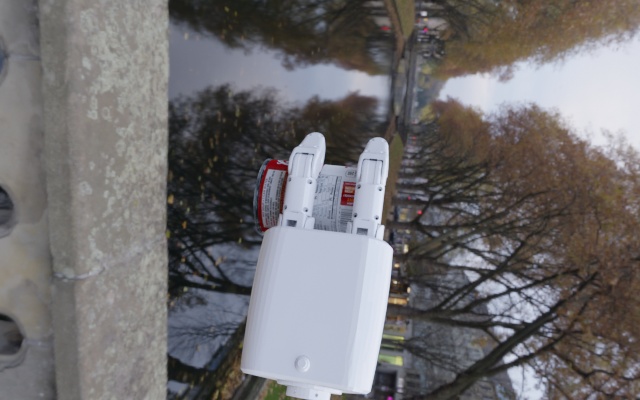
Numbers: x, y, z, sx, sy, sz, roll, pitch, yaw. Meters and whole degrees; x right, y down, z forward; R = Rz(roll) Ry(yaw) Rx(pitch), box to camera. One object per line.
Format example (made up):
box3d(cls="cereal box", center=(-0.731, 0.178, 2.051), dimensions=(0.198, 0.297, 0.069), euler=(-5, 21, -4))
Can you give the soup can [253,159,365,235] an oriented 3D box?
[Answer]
box3d(cls="soup can", center=(0.000, 0.001, 0.421), dimensions=(0.102, 0.068, 0.068), euler=(6, 1, 10))
